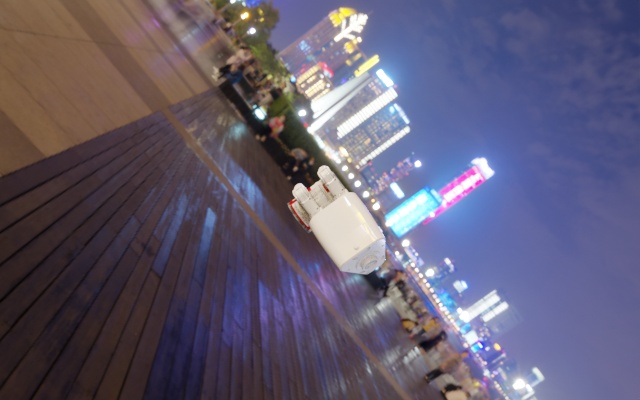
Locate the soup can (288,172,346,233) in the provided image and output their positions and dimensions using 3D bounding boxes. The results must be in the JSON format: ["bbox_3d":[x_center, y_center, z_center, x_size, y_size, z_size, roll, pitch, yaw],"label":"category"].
[{"bbox_3d":[0.000,0.002,0.877,0.102,0.068,0.068,-36,-3,4],"label":"soup can"}]
